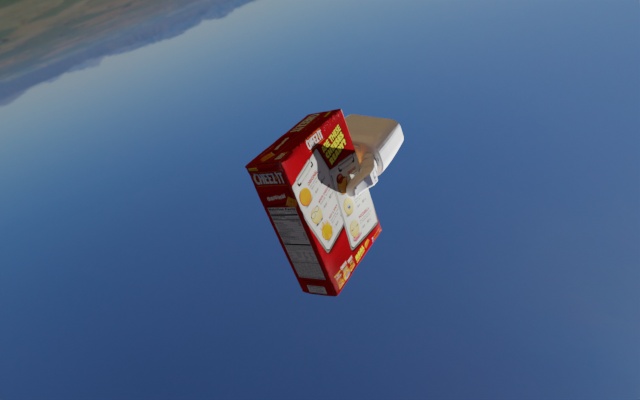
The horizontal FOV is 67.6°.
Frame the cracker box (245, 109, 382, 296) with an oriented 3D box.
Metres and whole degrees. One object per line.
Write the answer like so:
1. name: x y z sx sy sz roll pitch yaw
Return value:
1. cracker box: 0.000 0.002 0.686 0.072 0.214 0.164 -3 31 36
